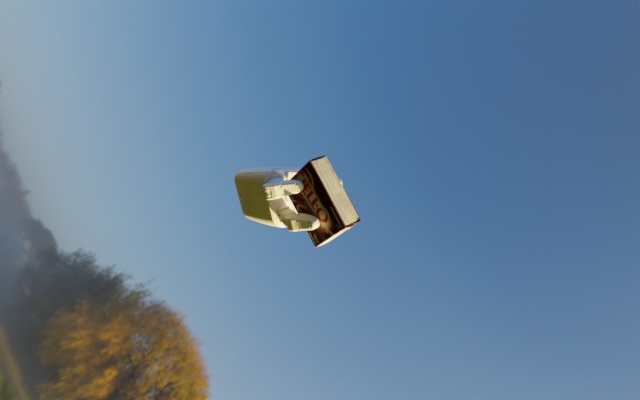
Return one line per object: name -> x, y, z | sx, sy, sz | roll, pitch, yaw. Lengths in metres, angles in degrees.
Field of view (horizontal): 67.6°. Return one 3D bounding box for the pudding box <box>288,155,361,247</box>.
pudding box -> 0.000, 0.002, 0.714 | 0.039, 0.113, 0.090 | -25, -8, -36
